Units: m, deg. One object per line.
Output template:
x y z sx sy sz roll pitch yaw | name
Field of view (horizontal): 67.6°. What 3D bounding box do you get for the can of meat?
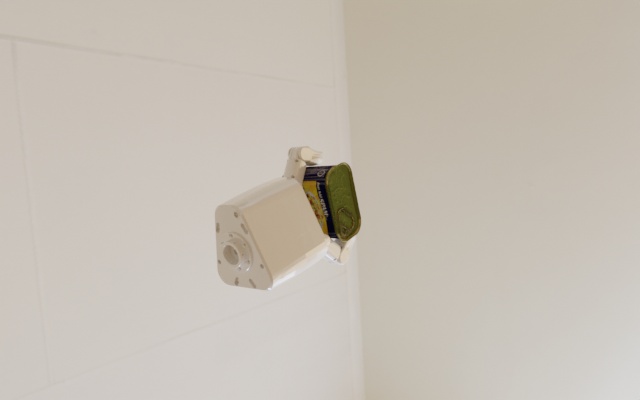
0.000 0.002 0.651 0.084 0.102 0.057 0 20 37 | can of meat
